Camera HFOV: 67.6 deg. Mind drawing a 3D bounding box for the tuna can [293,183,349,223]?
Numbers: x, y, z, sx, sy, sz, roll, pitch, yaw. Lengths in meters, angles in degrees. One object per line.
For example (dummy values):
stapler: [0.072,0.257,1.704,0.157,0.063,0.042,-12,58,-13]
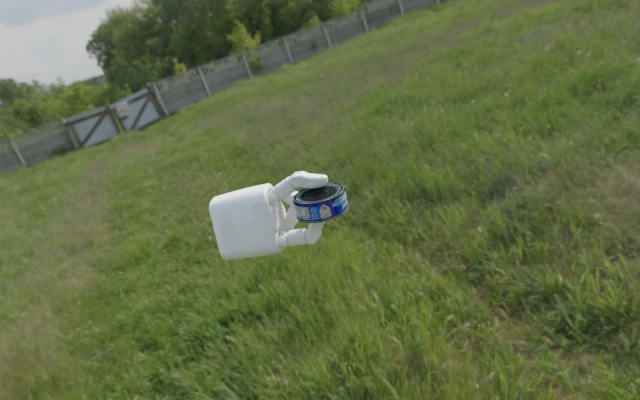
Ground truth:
tuna can: [0.000,0.002,0.757,0.086,0.034,0.086,-12,21,5]
